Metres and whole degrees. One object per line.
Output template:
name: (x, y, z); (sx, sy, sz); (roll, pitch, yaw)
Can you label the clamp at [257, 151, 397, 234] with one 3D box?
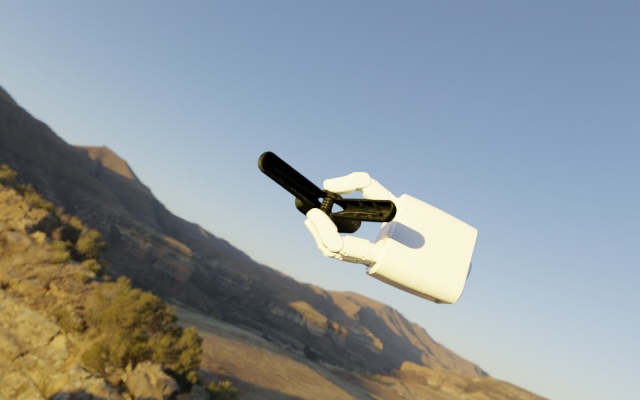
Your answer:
clamp: (0.001, 0.001, 0.610); (0.164, 0.036, 0.210); (25, -13, 1)
